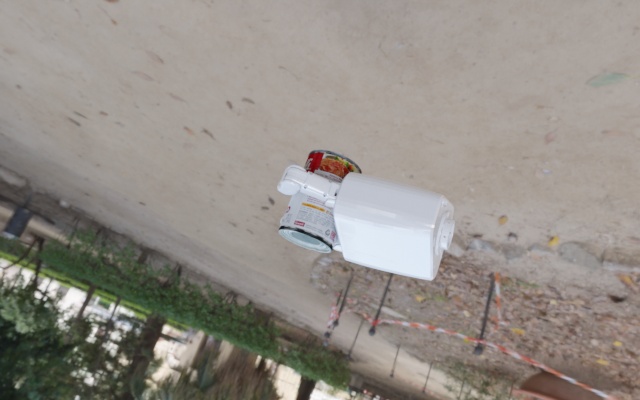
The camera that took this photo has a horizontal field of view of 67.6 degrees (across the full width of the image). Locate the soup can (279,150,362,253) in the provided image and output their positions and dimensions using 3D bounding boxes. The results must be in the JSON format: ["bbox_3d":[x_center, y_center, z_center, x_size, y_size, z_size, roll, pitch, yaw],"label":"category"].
[{"bbox_3d":[-0.001,0.002,0.556,0.068,0.102,0.068,19,-18,7],"label":"soup can"}]
